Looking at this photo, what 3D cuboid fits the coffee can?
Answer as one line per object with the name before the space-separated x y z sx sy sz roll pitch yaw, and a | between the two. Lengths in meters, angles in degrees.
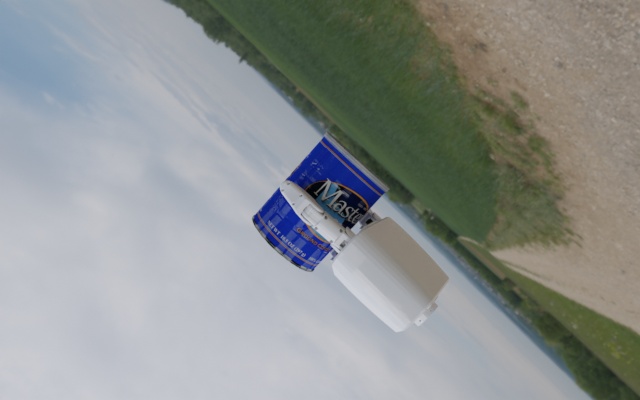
coffee can | 0.000 0.002 0.586 0.103 0.140 0.103 41 8 -7
